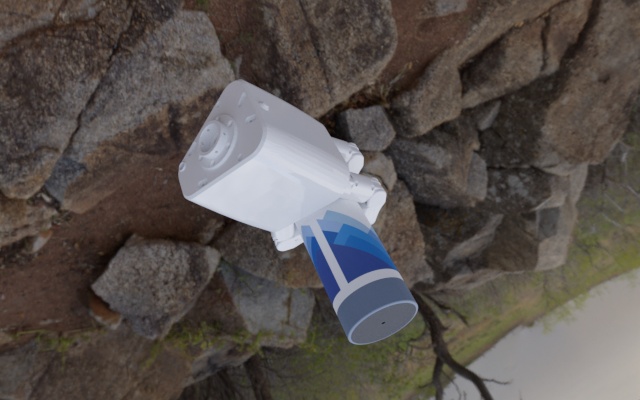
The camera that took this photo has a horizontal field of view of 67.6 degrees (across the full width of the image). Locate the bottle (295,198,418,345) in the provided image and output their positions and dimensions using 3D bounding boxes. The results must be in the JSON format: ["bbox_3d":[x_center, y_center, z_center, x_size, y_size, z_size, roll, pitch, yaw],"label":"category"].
[{"bbox_3d":[0.000,0.002,0.496,0.069,0.295,0.069,-17,-39,-14],"label":"bottle"}]
